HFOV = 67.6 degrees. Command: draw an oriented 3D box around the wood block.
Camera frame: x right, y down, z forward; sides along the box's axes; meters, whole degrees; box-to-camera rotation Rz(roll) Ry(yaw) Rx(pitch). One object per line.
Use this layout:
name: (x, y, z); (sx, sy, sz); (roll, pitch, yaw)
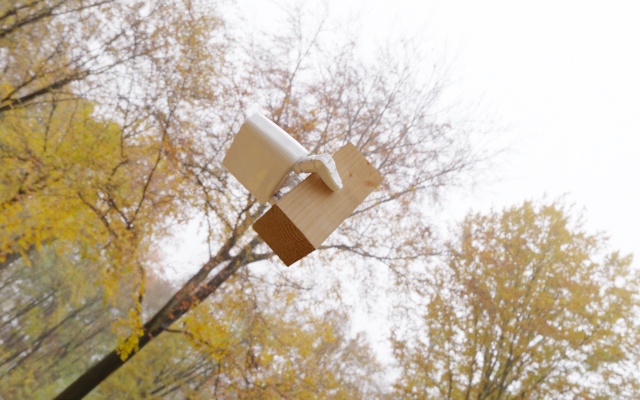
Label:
wood block: (0.000, 0.002, 0.775); (0.206, 0.090, 0.091); (-43, 3, -40)
